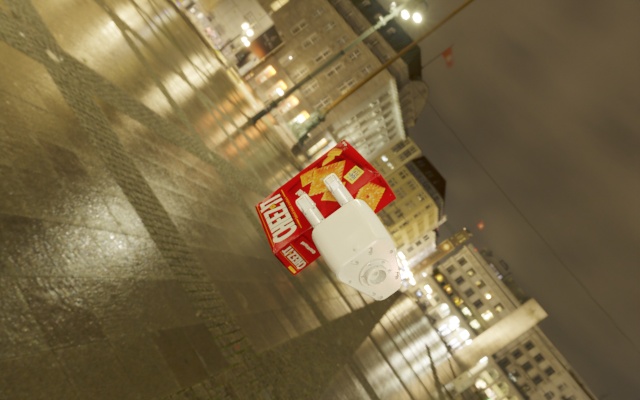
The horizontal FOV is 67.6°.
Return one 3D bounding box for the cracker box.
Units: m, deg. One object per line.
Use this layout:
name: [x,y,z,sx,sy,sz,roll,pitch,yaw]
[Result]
cracker box: [0.000,0.003,0.829,0.214,0.072,0.164,-37,33,2]
